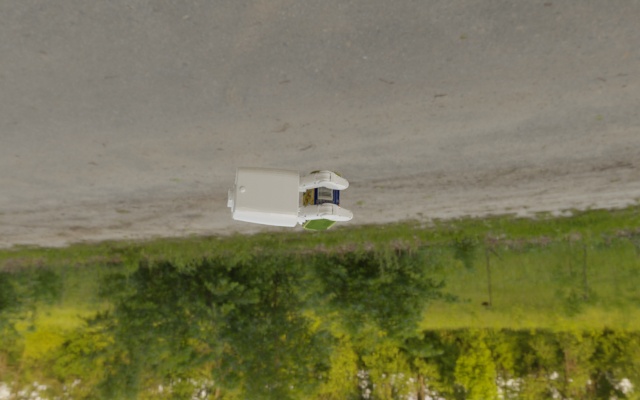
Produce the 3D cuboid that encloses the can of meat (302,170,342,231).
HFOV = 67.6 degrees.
[{"bbox_3d":[0.000,0.003,0.864,0.057,0.084,0.102,6,-19,-14],"label":"can of meat"}]
